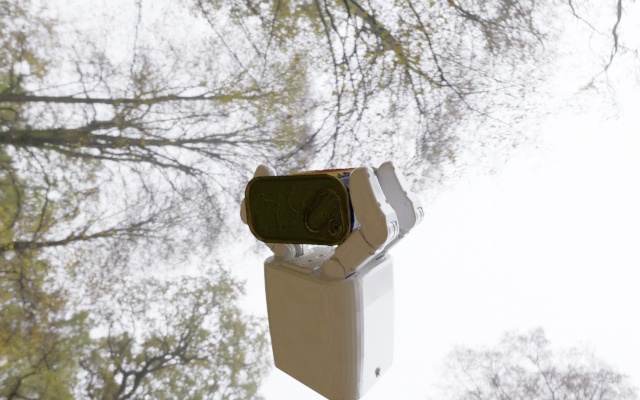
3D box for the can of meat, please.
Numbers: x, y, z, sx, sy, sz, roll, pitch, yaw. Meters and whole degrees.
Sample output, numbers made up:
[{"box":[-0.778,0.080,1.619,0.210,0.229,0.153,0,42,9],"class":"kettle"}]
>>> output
[{"box":[0.000,0.001,0.419,0.102,0.057,0.084,-1,9,33],"class":"can of meat"}]
